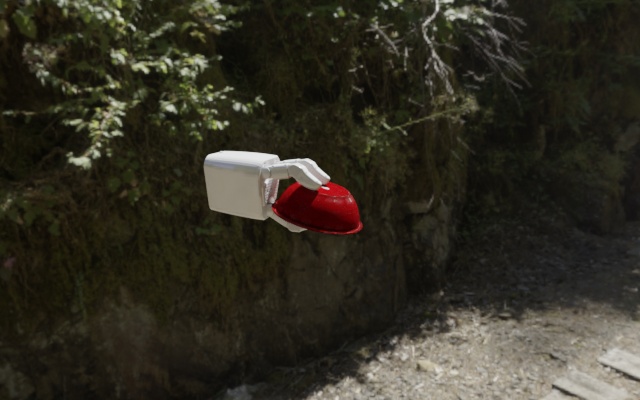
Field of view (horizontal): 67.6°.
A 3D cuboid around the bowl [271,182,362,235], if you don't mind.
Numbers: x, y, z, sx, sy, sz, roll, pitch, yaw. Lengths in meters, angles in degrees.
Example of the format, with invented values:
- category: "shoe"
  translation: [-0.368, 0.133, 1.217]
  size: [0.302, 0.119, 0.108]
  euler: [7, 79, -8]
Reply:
- category: "bowl"
  translation: [0.002, 0.003, 0.821]
  size: [0.162, 0.055, 0.162]
  euler: [13, 16, -4]
